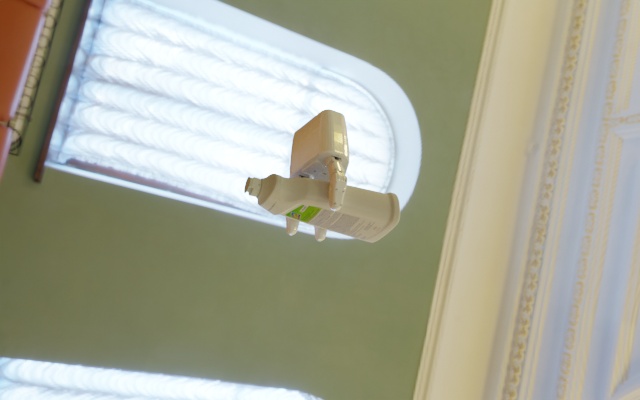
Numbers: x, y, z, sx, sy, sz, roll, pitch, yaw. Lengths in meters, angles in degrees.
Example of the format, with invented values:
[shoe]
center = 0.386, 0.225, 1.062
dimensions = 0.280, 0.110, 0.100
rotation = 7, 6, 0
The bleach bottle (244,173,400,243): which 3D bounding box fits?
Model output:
[bleach bottle]
center = 0.000, 0.003, 0.791
dimensions = 0.251, 0.068, 0.103
rotation = 16, -37, -21
